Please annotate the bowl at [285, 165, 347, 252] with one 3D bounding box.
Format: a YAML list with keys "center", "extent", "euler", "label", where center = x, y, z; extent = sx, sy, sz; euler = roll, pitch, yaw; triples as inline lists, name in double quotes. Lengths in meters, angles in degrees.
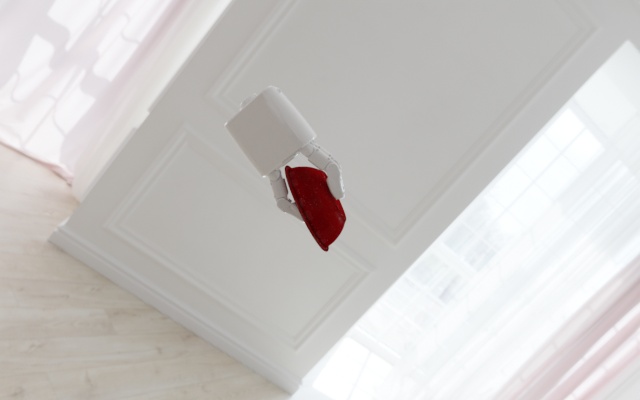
- center: [0.001, 0.004, 0.804]
  extent: [0.055, 0.162, 0.162]
  euler: [-25, -3, 7]
  label: "bowl"
